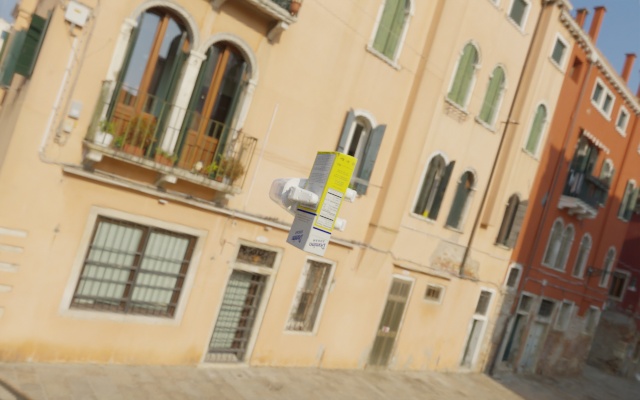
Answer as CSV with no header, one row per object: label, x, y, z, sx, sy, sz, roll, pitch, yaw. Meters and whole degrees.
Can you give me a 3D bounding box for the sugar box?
sugar box,0.001,0.003,0.829,0.048,0.176,0.093,18,-1,-24
